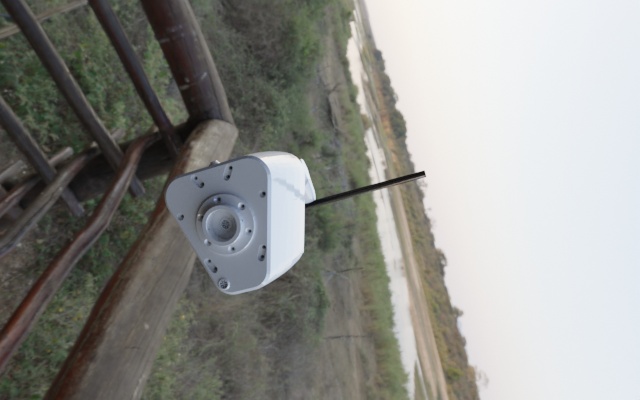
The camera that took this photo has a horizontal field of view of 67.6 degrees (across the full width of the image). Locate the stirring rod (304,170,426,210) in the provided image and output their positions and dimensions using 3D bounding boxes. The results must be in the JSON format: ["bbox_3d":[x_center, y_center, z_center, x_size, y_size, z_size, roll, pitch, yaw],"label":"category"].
[{"bbox_3d":[0.000,0.002,0.541,0.239,0.011,0.011,-15,-3,11],"label":"stirring rod"}]
